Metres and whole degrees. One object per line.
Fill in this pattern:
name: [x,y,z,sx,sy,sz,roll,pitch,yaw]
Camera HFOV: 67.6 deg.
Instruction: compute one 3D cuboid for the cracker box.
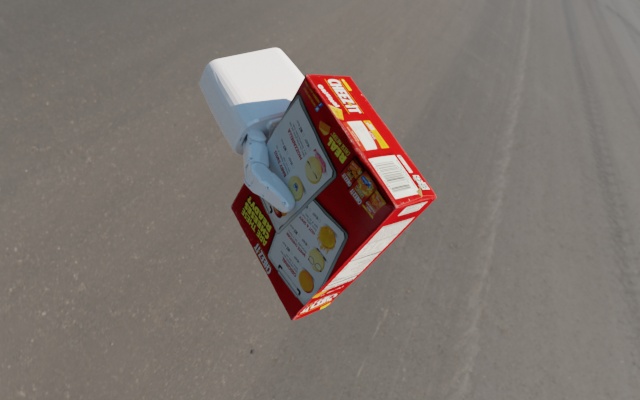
cracker box: [0.000,0.002,0.511,0.072,0.164,0.214,-11,-31,-40]
